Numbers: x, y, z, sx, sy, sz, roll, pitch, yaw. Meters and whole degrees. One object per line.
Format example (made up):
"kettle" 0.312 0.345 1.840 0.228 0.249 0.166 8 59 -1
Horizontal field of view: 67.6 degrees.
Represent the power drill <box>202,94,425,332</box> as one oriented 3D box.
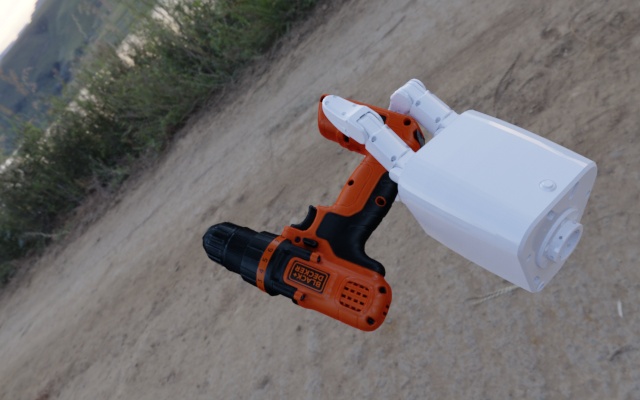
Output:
"power drill" 0.000 0.001 0.433 0.184 0.187 0.057 20 -10 20
